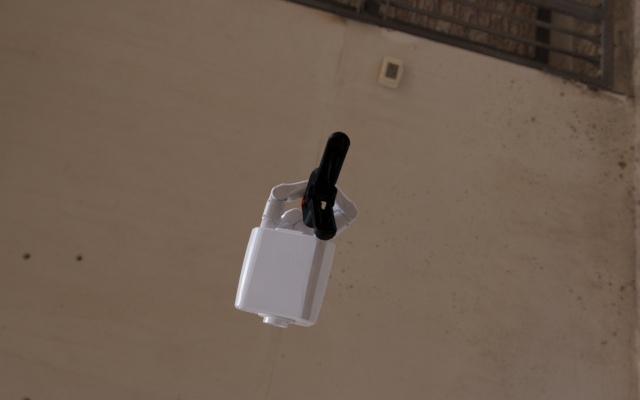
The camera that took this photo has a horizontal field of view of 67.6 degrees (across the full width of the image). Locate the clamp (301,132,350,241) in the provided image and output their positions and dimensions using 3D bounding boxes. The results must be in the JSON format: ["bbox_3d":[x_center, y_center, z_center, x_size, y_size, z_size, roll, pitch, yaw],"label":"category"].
[{"bbox_3d":[-0.001,0.002,0.582,0.039,0.120,0.171,15,-19,-4],"label":"clamp"}]
